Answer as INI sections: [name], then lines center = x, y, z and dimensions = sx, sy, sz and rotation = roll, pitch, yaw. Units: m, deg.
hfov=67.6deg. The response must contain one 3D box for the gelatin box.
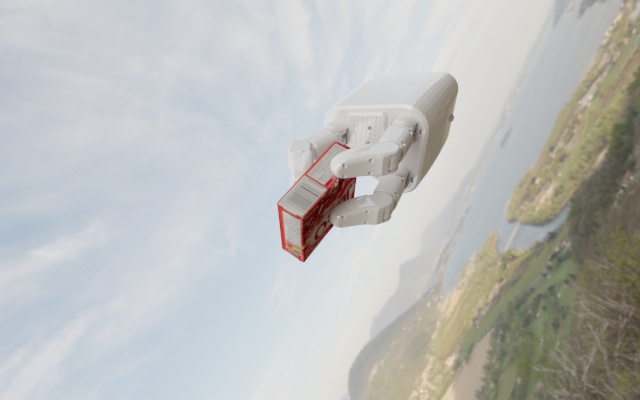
[gelatin box]
center = -0.001, 0.001, 0.431
dimensions = 0.030, 0.089, 0.073
rotation = 30, -31, 19
